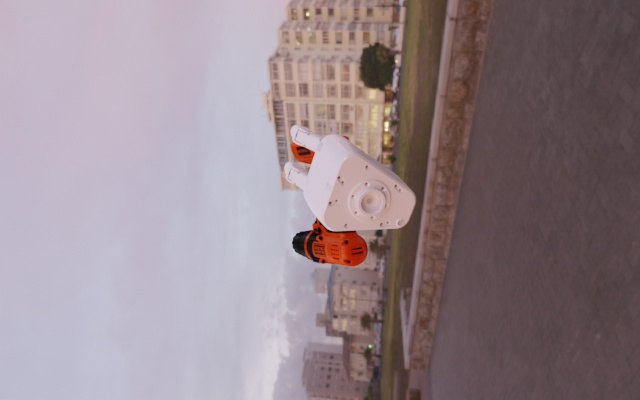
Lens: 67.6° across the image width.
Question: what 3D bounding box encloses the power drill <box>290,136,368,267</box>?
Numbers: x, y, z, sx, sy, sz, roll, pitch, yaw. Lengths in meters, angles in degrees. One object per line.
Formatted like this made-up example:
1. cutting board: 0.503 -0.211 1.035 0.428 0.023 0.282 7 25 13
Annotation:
1. power drill: 0.000 0.002 0.717 0.057 0.187 0.184 -10 4 -30
